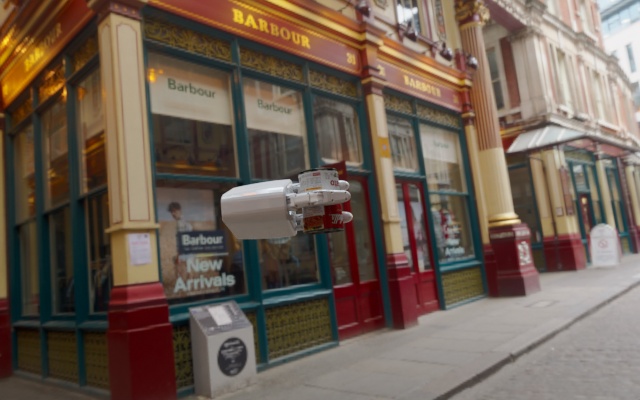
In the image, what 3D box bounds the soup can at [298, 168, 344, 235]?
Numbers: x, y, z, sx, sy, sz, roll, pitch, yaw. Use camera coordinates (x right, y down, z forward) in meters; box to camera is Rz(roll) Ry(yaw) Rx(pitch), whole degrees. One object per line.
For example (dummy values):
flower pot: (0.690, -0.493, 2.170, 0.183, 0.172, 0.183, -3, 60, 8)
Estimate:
soup can: (0.001, 0.002, 0.789, 0.068, 0.102, 0.068, -6, -7, -1)
